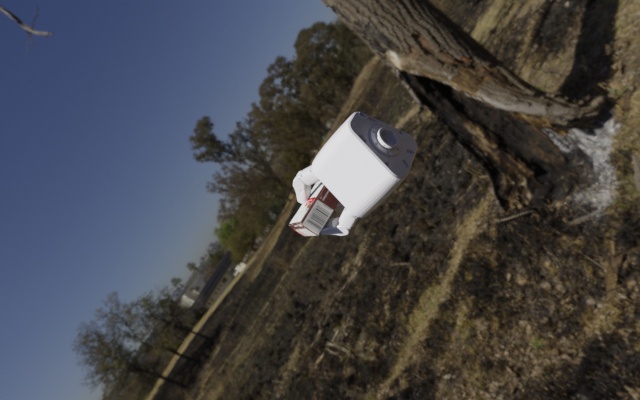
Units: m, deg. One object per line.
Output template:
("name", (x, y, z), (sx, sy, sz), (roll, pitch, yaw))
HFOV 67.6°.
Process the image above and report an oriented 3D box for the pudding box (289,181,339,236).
("pudding box", (0.000, 0.002, 0.773), (0.039, 0.113, 0.090), (36, -13, -9))
